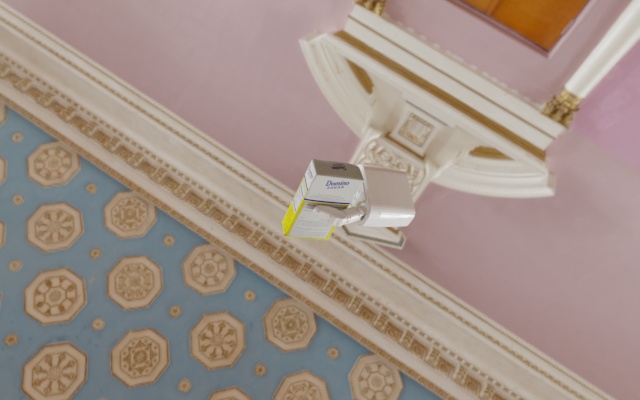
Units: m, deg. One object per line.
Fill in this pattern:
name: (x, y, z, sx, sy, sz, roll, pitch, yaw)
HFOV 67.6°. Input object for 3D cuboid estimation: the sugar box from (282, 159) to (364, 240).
sugar box: (0.000, 0.003, 0.873, 0.093, 0.048, 0.176, 6, -45, -23)
